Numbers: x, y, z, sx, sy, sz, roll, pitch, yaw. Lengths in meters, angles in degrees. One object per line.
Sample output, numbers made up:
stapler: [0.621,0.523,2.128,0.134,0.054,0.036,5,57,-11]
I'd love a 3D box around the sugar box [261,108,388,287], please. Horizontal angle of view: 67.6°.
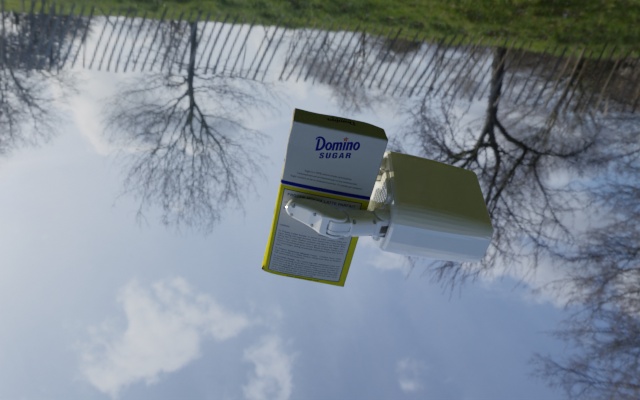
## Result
sugar box: [0.000,0.001,0.490,0.093,0.176,0.048,11,26,-6]
